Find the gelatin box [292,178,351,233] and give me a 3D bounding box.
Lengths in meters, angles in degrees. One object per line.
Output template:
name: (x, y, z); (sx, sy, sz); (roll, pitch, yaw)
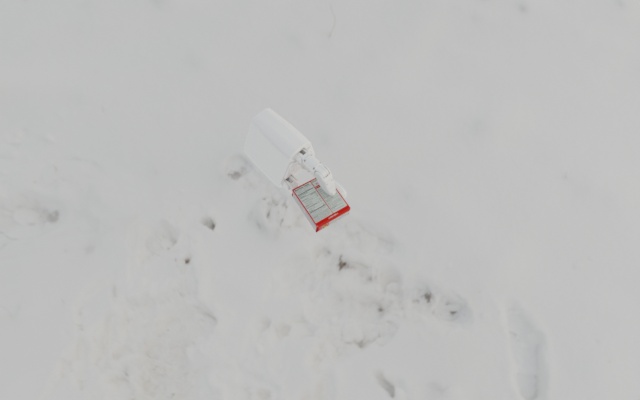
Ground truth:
gelatin box: (0.000, 0.003, 0.874); (0.073, 0.089, 0.030); (-29, -21, -18)
